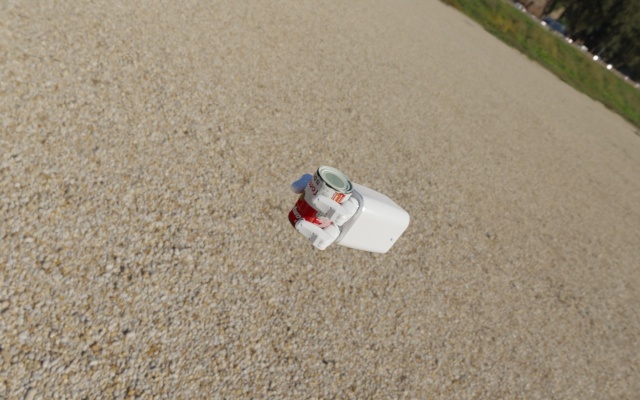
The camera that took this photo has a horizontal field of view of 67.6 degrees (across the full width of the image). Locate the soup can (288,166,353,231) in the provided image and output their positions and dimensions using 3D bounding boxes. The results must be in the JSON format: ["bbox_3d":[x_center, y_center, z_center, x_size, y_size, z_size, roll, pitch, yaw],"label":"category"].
[{"bbox_3d":[0.000,0.002,0.778,0.068,0.102,0.068,25,29,-16],"label":"soup can"}]
